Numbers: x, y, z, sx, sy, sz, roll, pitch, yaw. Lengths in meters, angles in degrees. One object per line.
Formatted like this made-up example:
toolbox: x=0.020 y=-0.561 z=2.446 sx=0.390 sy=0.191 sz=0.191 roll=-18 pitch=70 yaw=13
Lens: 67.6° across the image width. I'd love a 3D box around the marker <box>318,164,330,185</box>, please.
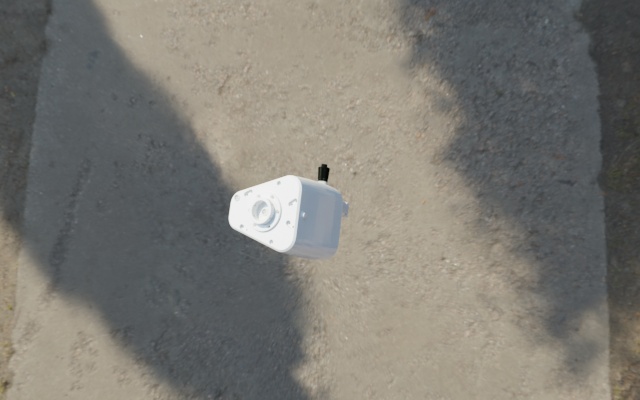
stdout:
marker: x=0.000 y=0.002 z=0.745 sx=0.020 sy=0.121 sz=0.020 roll=6 pitch=-7 yaw=1
